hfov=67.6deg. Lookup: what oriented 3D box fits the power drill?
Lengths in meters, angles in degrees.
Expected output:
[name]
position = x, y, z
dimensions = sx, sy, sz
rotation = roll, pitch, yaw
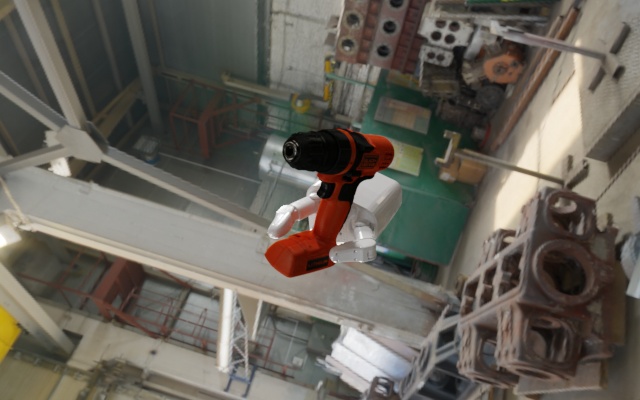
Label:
[power drill]
position = 0.000, 0.002, 0.575
dimensions = 0.057, 0.188, 0.184
rotation = 40, 27, 31
